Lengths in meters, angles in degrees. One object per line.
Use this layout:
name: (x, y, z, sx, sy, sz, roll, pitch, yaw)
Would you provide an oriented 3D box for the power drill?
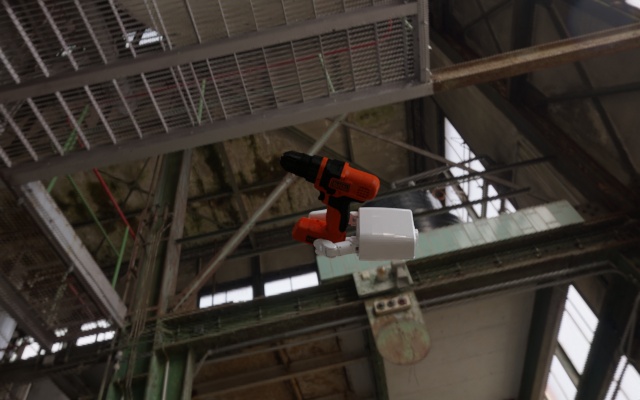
power drill: (0.000, 0.003, 0.898, 0.184, 0.188, 0.057, 19, 41, 3)
